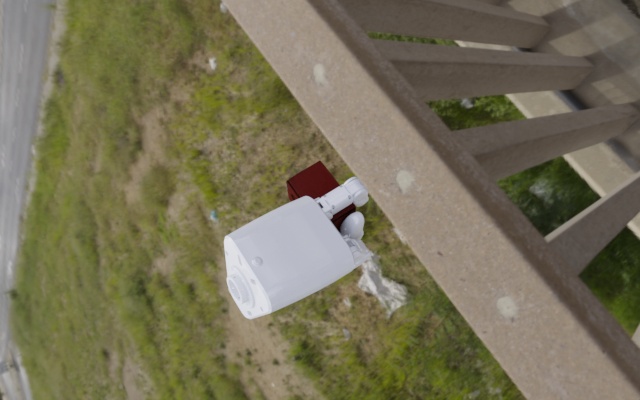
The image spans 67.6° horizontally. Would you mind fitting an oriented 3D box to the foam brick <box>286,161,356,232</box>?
[{"bbox_3d":[0.000,0.002,0.583,0.051,0.078,0.053,-32,-20,-12],"label":"foam brick"}]
